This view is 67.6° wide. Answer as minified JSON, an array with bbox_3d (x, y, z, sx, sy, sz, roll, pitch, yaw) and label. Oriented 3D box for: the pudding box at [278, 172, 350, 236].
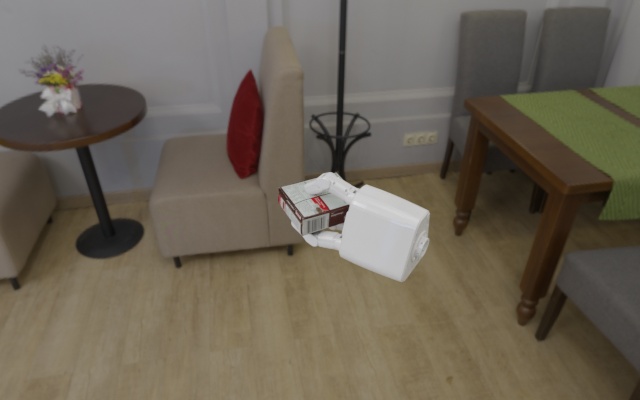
[{"bbox_3d":[0.000,0.002,0.774,0.113,0.039,0.090,-15,41,-25],"label":"pudding box"}]
